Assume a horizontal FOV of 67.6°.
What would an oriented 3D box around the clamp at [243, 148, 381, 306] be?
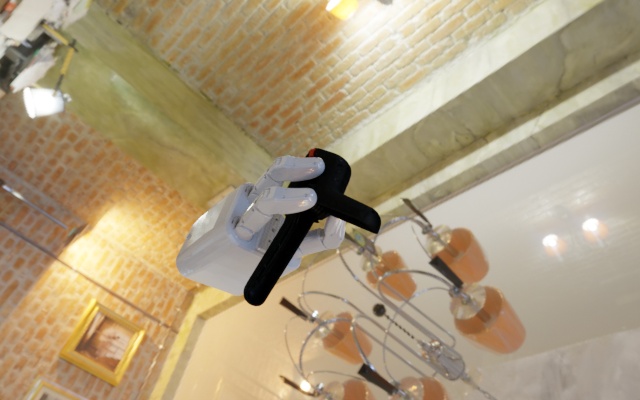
[{"bbox_3d":[0.001,0.002,0.511,0.164,0.209,0.036,-30,-61,31],"label":"clamp"}]
